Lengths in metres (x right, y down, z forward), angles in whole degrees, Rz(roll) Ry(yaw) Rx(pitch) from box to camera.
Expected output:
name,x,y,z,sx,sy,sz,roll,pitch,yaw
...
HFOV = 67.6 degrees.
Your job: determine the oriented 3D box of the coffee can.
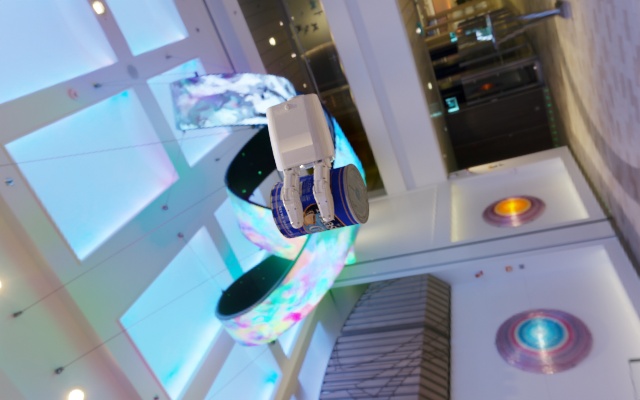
name,x,y,z,sx,sy,sz,roll,pitch,yaw
coffee can,0.000,0.003,0.814,0.140,0.103,0.103,-13,-5,22
